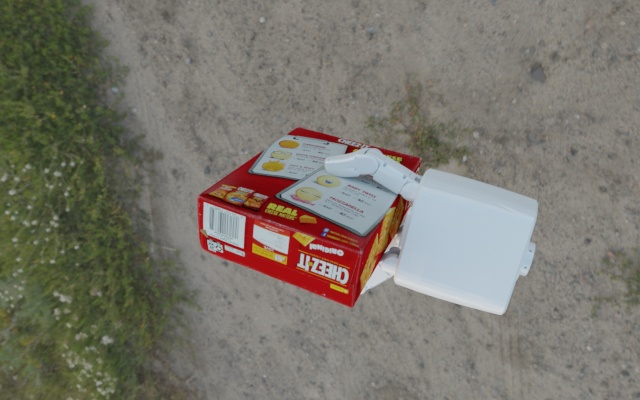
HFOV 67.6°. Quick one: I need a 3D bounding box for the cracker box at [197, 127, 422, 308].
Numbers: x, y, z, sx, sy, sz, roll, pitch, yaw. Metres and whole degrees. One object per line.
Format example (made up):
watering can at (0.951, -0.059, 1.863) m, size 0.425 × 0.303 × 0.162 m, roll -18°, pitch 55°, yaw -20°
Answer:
cracker box at (0.000, 0.002, 0.508) m, size 0.164 × 0.072 × 0.213 m, roll 17°, pitch 31°, yaw 17°
